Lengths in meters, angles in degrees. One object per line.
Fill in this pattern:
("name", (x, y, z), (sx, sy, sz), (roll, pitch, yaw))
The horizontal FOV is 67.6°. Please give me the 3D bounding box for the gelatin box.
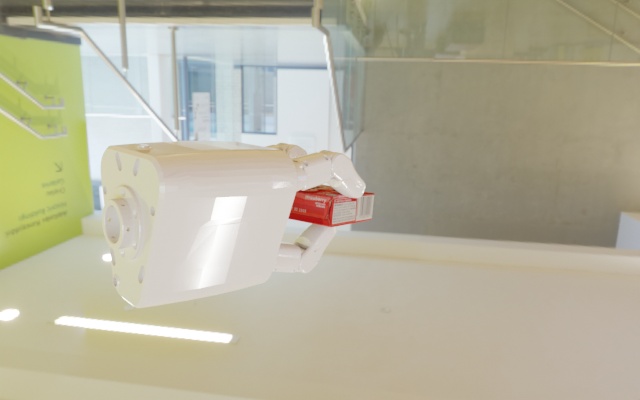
("gelatin box", (0.000, 0.002, 0.456), (0.073, 0.030, 0.089), (11, 8, 30))
